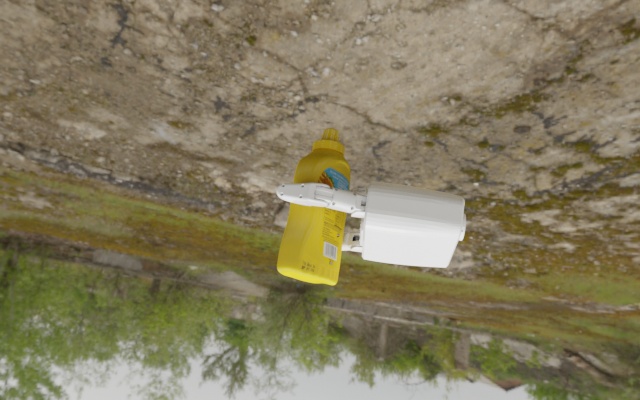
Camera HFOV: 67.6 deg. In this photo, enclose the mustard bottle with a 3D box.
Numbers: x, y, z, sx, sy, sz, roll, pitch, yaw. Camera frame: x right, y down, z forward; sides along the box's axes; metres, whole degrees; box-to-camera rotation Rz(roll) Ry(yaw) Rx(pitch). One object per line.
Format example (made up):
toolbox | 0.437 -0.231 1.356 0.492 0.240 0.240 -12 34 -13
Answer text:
mustard bottle | 0.000 0.002 0.586 0.058 0.191 0.096 0 -17 32
